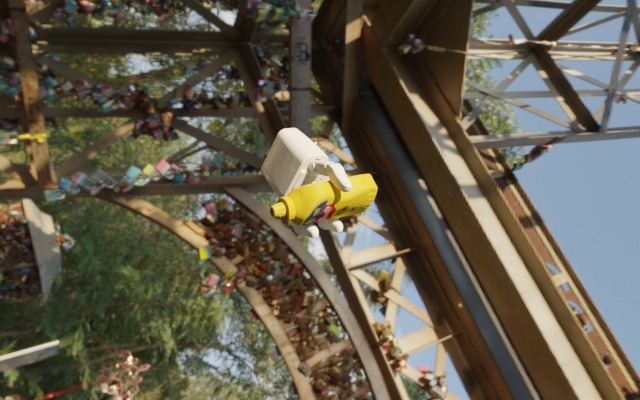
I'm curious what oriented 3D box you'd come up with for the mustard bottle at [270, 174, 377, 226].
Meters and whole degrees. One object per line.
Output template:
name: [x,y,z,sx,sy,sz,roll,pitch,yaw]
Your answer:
mustard bottle: [0.001,0.003,0.824,0.191,0.058,0.096,-10,-24,-33]
